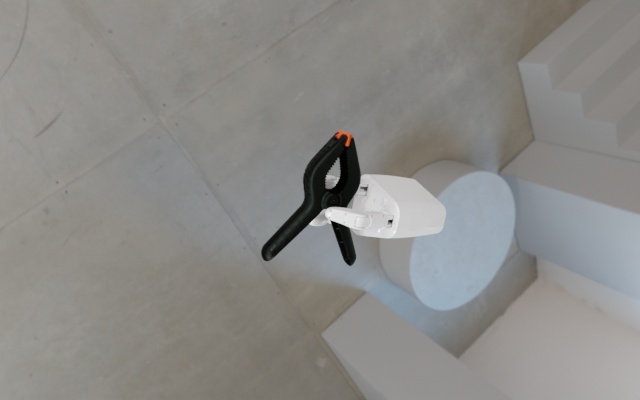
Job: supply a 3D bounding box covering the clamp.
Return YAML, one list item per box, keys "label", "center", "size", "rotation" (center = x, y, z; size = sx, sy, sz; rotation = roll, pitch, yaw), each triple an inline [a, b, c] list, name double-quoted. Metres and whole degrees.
- label: "clamp"
  center: [0.001, 0.002, 0.694]
  size: [0.164, 0.210, 0.036]
  rotation: [0, 17, -34]
